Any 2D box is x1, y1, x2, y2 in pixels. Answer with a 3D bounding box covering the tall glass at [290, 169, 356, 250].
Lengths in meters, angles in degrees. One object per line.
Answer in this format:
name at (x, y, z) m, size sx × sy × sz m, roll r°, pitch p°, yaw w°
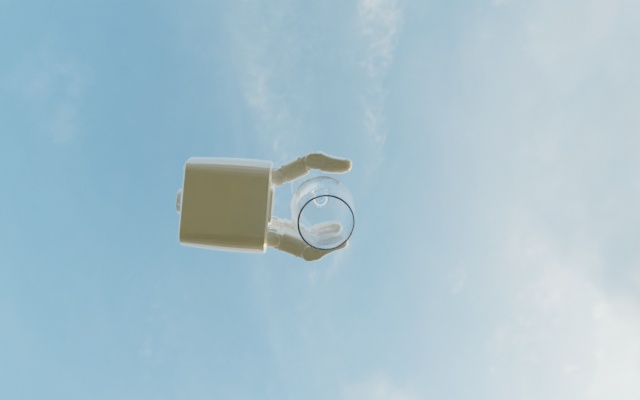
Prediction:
tall glass at (0.000, 0.002, 0.602) m, size 0.079 × 0.079 × 0.201 m, roll 0°, pitch 13°, yaw -4°
